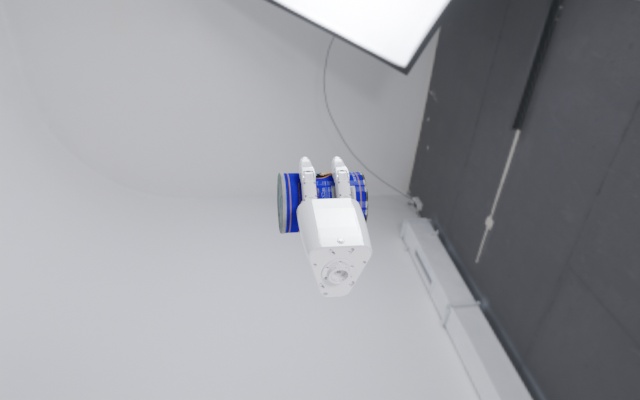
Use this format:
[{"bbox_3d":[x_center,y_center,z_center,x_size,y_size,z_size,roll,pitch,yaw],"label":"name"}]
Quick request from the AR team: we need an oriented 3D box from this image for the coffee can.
[{"bbox_3d":[0.000,0.003,0.811,0.140,0.103,0.103,-2,0,-9],"label":"coffee can"}]
